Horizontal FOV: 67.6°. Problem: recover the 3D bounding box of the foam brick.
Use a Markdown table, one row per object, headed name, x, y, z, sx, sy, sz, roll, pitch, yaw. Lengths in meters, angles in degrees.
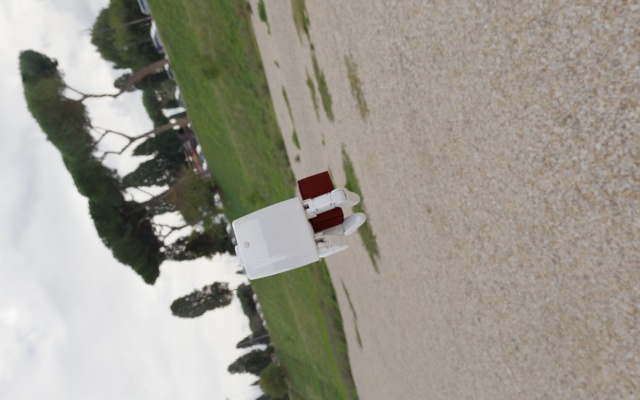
| name | x | y | z | sx | sy | sz | roll | pitch | yaw |
| --- | --- | --- | --- | --- | --- | --- | --- | --- | --- |
| foam brick | 0.000 | 0.002 | 0.744 | 0.051 | 0.078 | 0.053 | -18 | -17 | -3 |
